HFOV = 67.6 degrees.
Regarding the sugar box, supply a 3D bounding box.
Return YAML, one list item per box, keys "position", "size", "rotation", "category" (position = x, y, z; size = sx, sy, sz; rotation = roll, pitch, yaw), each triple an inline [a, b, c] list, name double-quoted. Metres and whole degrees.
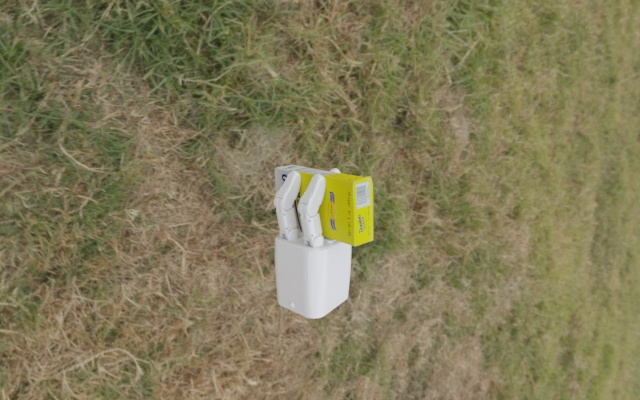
- position: [0.000, 0.003, 0.710]
  size: [0.048, 0.093, 0.176]
  rotation: [-13, 17, -43]
  category: "sugar box"
